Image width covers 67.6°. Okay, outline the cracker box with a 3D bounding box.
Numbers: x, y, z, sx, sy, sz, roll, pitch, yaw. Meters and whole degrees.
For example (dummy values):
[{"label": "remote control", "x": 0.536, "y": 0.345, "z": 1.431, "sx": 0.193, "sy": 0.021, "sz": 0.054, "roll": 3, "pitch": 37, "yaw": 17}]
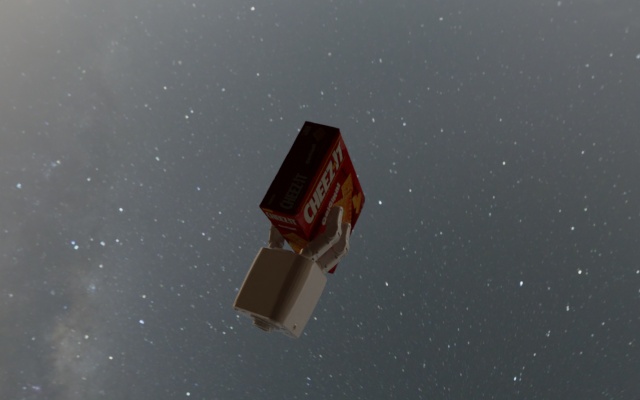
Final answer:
[{"label": "cracker box", "x": 0.000, "y": 0.003, "z": 0.790, "sx": 0.072, "sy": 0.164, "sz": 0.214, "roll": 15, "pitch": -25, "yaw": 25}]
